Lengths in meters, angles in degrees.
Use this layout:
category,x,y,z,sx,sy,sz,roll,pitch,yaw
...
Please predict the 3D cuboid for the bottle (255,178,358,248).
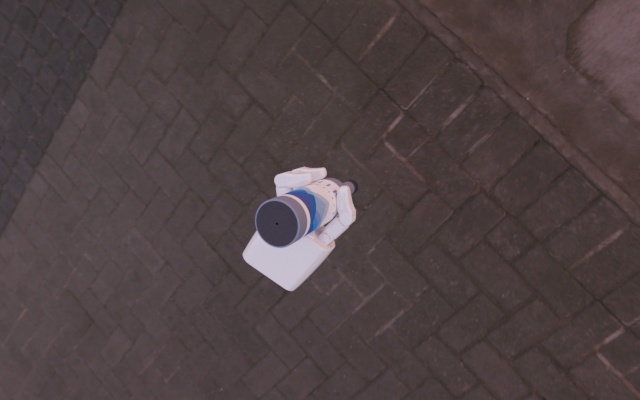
category,x,y,z,sx,sy,sz,roll,pitch,yaw
bottle,0.000,0.002,0.757,0.069,0.069,0.295,0,11,23
